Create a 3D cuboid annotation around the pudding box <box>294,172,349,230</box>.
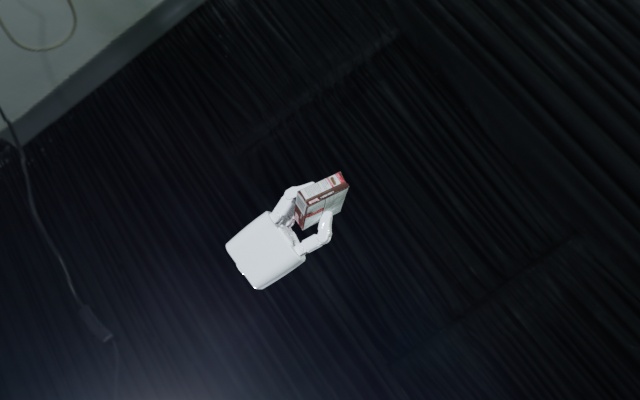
[{"bbox_3d":[0.000,0.003,0.884,0.090,0.039,0.113,-26,-18,-18],"label":"pudding box"}]
